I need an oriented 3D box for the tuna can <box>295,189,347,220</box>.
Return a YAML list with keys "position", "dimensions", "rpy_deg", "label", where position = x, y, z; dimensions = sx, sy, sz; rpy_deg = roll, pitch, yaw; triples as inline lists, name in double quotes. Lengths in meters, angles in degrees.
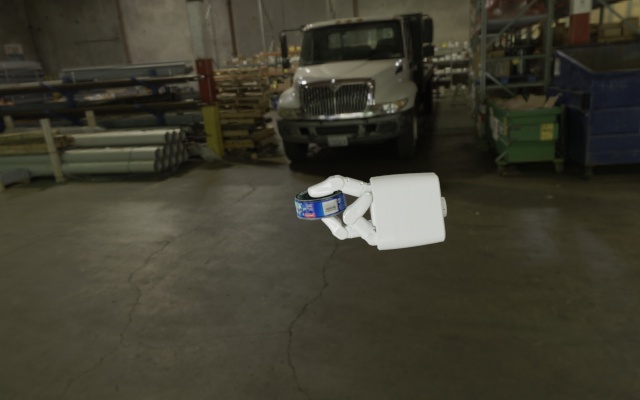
- position: [0.000, 0.002, 0.801]
  dimensions: [0.086, 0.034, 0.086]
  rpy_deg: [-10, 16, 3]
  label: "tuna can"
